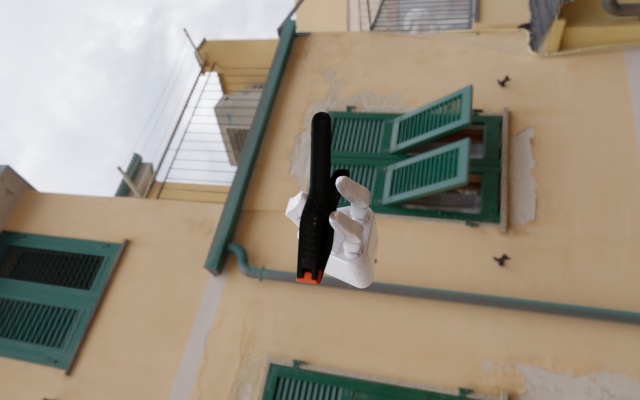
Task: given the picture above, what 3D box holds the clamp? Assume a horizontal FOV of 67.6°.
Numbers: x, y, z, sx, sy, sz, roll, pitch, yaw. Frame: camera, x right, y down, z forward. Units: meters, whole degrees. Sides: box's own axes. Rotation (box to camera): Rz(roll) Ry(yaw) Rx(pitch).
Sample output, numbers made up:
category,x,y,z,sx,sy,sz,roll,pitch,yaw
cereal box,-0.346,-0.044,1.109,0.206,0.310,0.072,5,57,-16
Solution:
category,x,y,z,sx,sy,sz,roll,pitch,yaw
clamp,-0.001,0.003,0.626,0.036,0.210,0.165,3,-31,17
